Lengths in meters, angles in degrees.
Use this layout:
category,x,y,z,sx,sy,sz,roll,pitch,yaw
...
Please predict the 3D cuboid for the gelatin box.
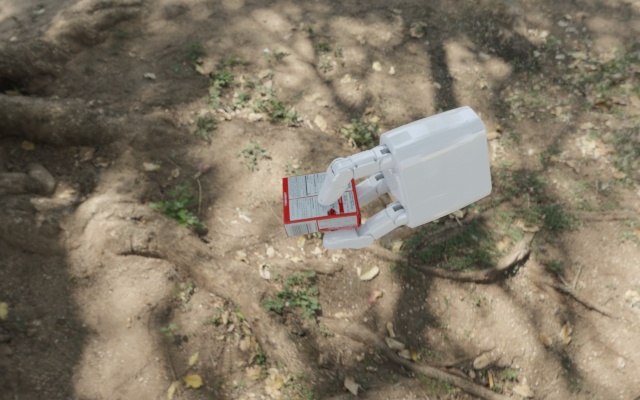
category,x,y,z,sx,sy,sz,roll,pitch,yaw
gelatin box,0.000,0.002,0.569,0.089,0.073,0.030,-8,-40,2
